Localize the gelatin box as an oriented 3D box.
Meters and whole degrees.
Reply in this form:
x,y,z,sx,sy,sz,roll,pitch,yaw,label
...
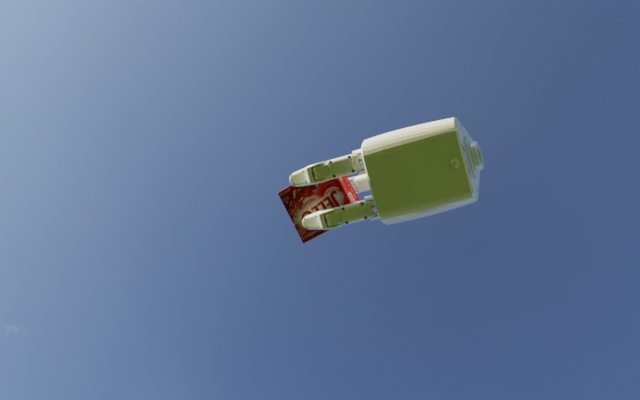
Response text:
x,y,z,sx,sy,sz,roll,pitch,yaw,label
0.000,0.002,0.595,0.089,0.073,0.030,-29,-3,29,gelatin box
